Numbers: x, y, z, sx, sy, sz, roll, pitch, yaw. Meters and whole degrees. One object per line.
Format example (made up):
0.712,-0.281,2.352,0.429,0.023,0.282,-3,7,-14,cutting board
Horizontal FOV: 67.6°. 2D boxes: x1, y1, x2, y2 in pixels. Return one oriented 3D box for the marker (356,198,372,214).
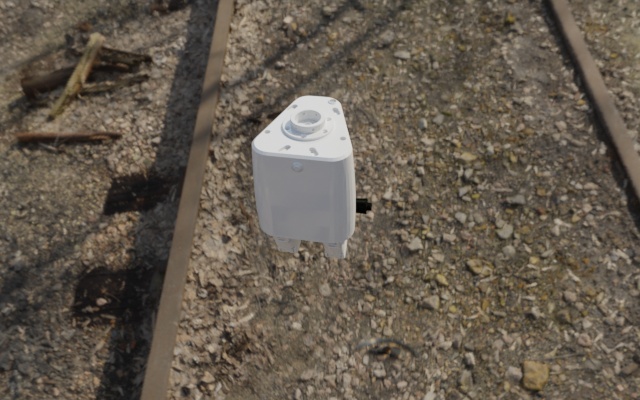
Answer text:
0.000,0.002,0.564,0.121,0.020,0.020,5,1,8,marker
